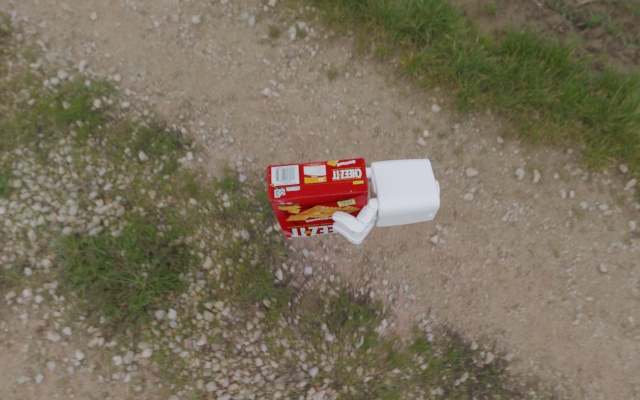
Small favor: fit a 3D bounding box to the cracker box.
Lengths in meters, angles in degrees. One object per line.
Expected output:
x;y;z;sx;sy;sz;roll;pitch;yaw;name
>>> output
0.000;0.003;0.866;0.164;0.072;0.214;-5;-21;1;cracker box
